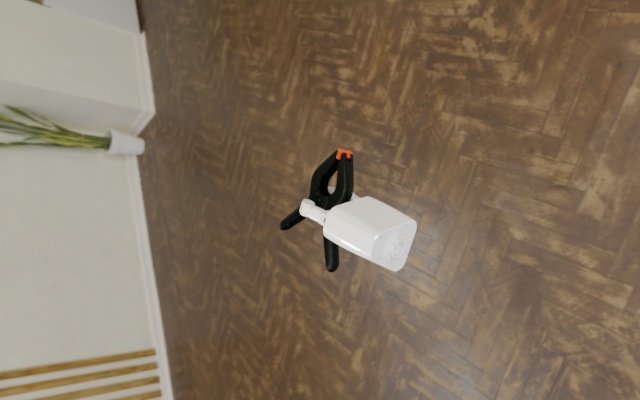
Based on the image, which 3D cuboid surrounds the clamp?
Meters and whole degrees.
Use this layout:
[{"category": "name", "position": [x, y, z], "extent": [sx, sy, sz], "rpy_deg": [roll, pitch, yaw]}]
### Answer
[{"category": "clamp", "position": [0.000, 0.002, 0.869], "extent": [0.036, 0.210, 0.164], "rpy_deg": [5, 17, -46]}]
